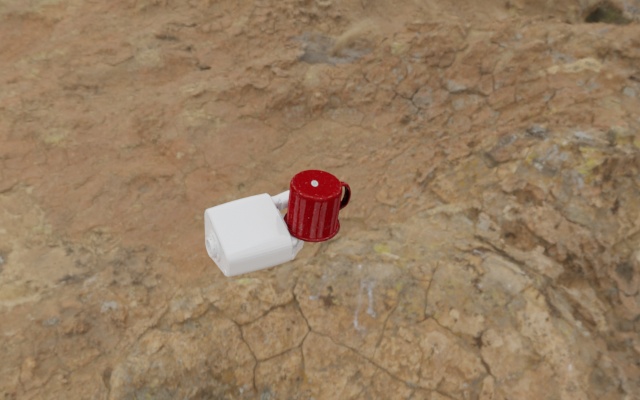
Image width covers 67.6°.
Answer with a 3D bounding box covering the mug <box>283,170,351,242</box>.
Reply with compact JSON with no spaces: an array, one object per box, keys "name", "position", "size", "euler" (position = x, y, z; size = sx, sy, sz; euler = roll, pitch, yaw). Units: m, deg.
[{"name":"mug","position":[0.001,0.002,0.757],"size":[0.117,0.082,0.093],"euler":[-16,43,-28]}]
